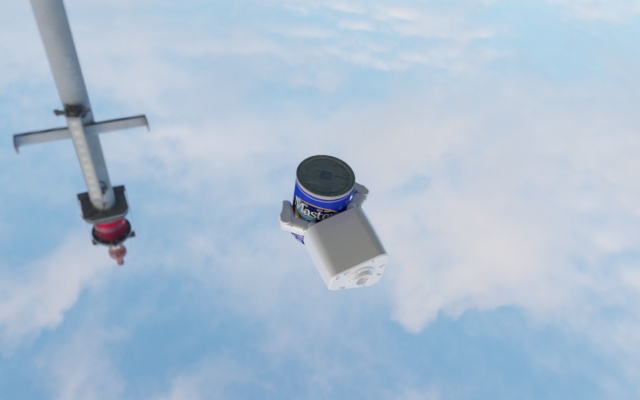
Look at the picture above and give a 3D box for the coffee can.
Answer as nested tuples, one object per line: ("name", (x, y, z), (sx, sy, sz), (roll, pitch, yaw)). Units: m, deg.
("coffee can", (0.000, 0.003, 0.863), (0.103, 0.102, 0.140), (0, -42, -10))
